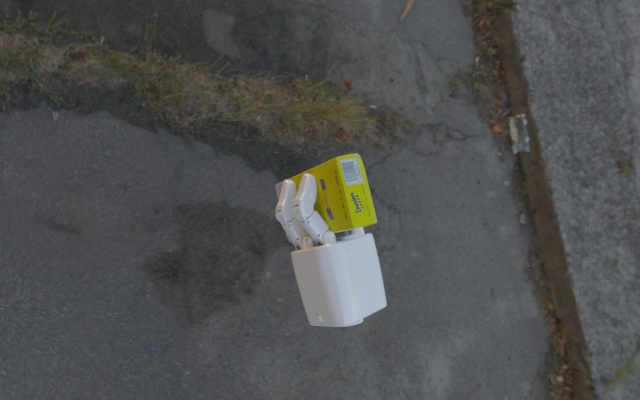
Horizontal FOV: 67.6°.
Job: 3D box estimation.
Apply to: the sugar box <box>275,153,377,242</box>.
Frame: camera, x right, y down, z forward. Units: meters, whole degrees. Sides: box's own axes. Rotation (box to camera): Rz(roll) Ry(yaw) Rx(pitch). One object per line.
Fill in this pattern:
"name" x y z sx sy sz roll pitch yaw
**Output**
"sugar box" 0.000 0.002 0.662 0.048 0.093 0.176 -11 -5 -35
